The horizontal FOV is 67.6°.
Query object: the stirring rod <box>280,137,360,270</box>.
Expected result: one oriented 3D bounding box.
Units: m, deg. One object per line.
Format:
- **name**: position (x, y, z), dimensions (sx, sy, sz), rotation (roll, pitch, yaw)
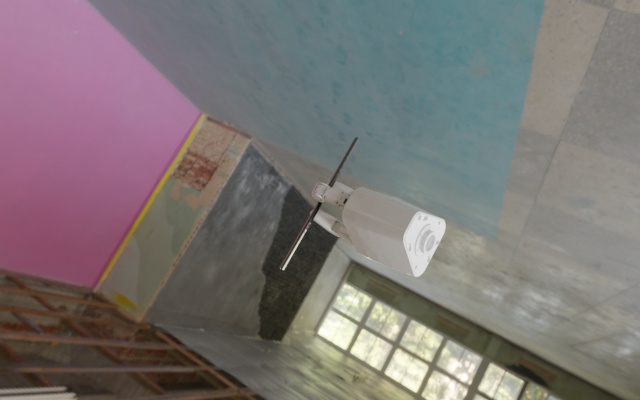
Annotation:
- **stirring rod**: position (0.000, 0.002, 0.750), dimensions (0.011, 0.239, 0.011), rotation (29, -10, 6)
